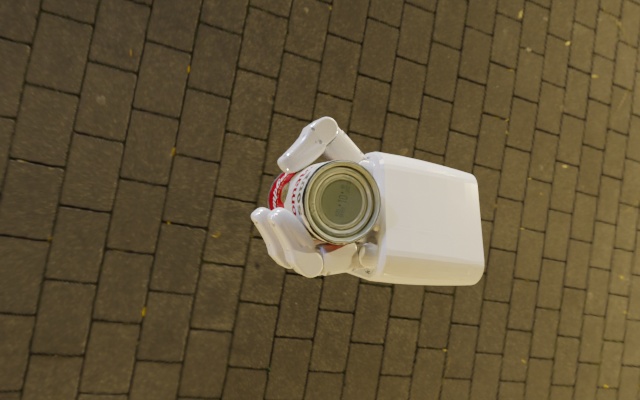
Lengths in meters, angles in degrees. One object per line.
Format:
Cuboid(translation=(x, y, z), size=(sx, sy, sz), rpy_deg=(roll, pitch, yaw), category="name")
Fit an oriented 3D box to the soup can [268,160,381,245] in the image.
Cuboid(translation=(0.000, 0.001, 0.413), size=(0.068, 0.068, 0.102), rpy_deg=(0, 0, -21), category="soup can")
